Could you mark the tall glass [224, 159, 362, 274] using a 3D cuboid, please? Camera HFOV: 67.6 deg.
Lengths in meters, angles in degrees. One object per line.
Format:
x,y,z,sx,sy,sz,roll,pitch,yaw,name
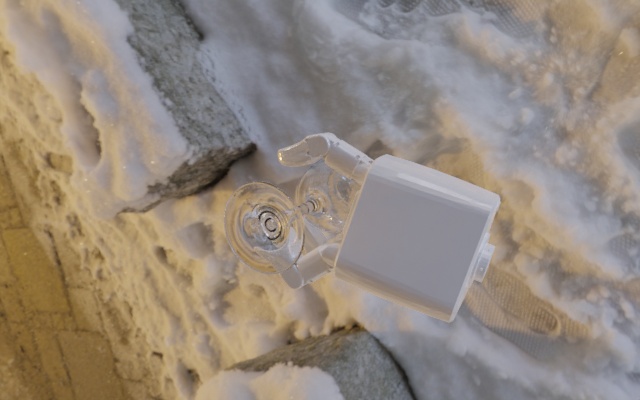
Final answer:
0.000,0.002,0.454,0.079,0.079,0.201,0,12,27,tall glass
